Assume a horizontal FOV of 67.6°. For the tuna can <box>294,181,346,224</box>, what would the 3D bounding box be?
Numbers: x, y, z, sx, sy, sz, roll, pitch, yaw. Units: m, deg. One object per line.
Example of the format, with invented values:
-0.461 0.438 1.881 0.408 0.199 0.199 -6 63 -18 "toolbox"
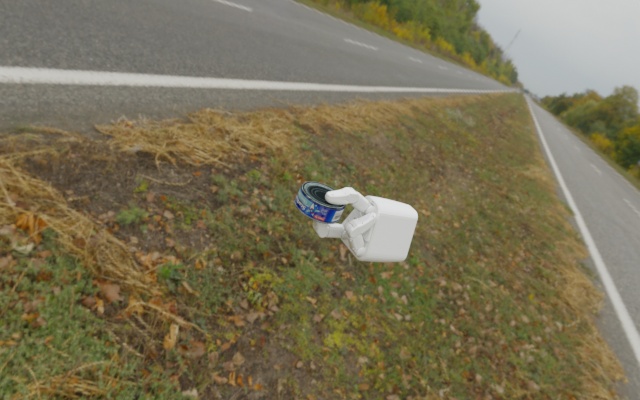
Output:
0.000 0.002 0.831 0.086 0.034 0.086 20 26 -10 "tuna can"
